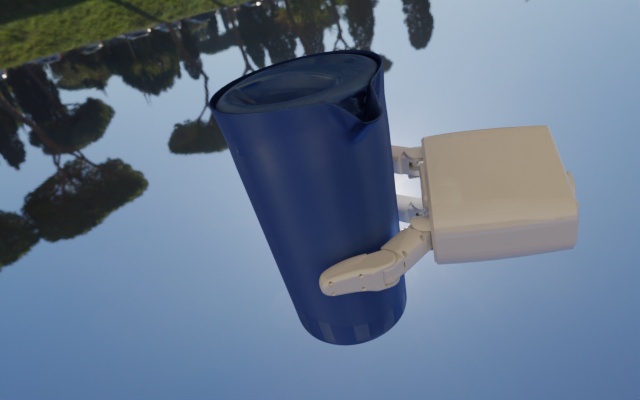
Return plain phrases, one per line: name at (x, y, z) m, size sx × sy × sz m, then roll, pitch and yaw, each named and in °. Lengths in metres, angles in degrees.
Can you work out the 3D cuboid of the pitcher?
pitcher at (0.000, 0.001, 0.420) m, size 0.145 × 0.243 × 0.149 m, roll -8°, pitch 30°, yaw 11°
